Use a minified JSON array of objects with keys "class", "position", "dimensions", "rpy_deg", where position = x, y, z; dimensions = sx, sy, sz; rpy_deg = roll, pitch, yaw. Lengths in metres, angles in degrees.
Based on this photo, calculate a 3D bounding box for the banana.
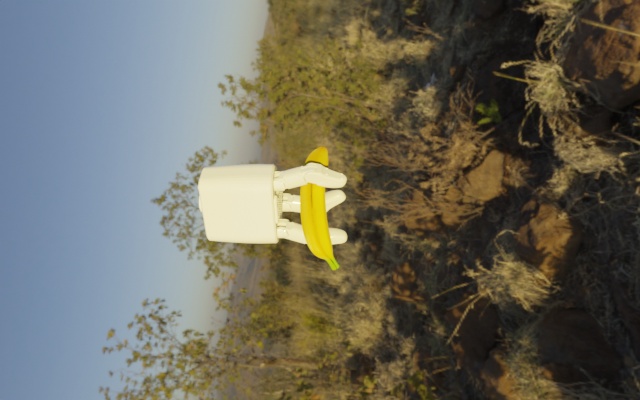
[{"class":"banana","position":[-0.006,-0.001,0.690],"dimensions":[0.037,0.197,0.070],"rpy_deg":[-10,-23,16]}]
